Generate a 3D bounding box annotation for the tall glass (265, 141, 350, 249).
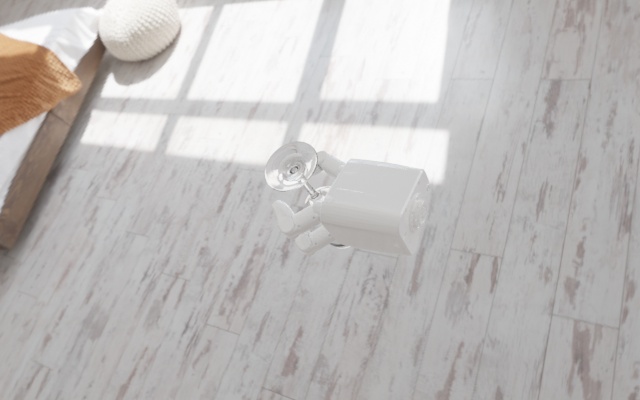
[{"bbox_3d":[0.000,0.002,0.682,0.079,0.079,0.201,0,-28,25],"label":"tall glass"}]
